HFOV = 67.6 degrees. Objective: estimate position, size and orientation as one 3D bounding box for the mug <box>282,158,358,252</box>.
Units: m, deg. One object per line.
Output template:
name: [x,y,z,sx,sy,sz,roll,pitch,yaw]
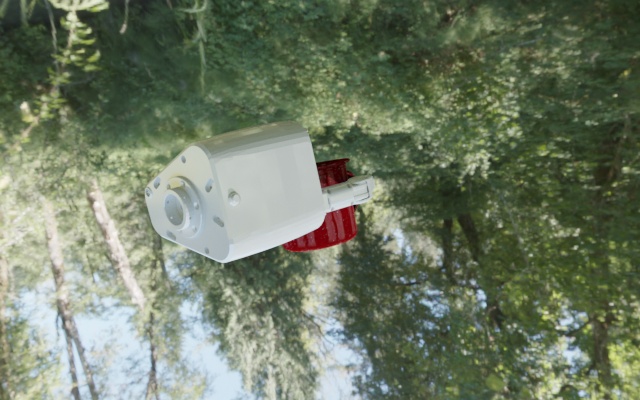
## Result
mug: [0.001,0.002,0.510,0.093,0.081,0.117,-5,10,42]
